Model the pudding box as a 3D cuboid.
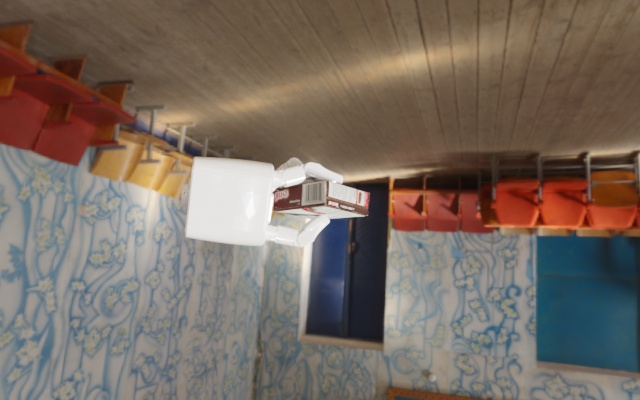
[{"bbox_3d":[0.000,0.002,0.690,0.090,0.039,0.113,13,-13,-43],"label":"pudding box"}]
